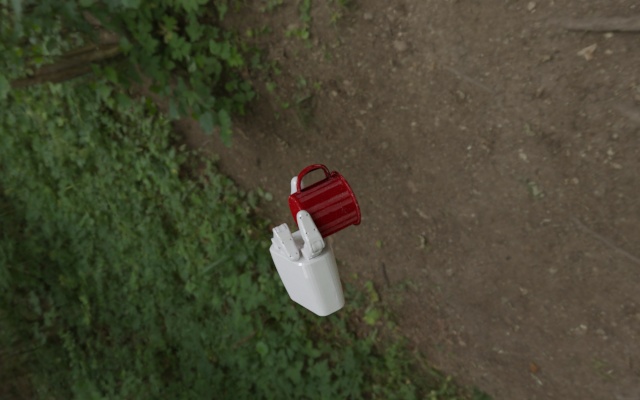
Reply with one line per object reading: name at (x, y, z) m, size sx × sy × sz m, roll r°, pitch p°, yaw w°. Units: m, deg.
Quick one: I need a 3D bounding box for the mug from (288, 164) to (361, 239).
mug at (0.000, 0.001, 0.721) m, size 0.081 × 0.117 × 0.093 m, roll -25°, pitch 24°, yaw -15°
